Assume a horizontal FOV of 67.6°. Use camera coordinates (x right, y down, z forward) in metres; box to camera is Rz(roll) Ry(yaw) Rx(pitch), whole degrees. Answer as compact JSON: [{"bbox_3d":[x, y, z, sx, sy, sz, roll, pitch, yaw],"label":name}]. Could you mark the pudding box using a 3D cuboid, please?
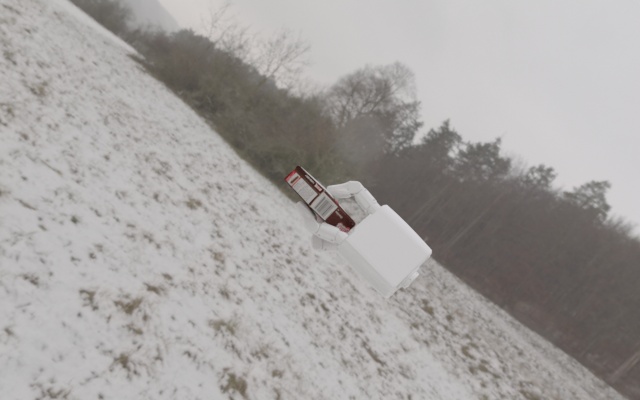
[{"bbox_3d":[0.000,0.003,0.792,0.090,0.039,0.113,44,-3,45],"label":"pudding box"}]
